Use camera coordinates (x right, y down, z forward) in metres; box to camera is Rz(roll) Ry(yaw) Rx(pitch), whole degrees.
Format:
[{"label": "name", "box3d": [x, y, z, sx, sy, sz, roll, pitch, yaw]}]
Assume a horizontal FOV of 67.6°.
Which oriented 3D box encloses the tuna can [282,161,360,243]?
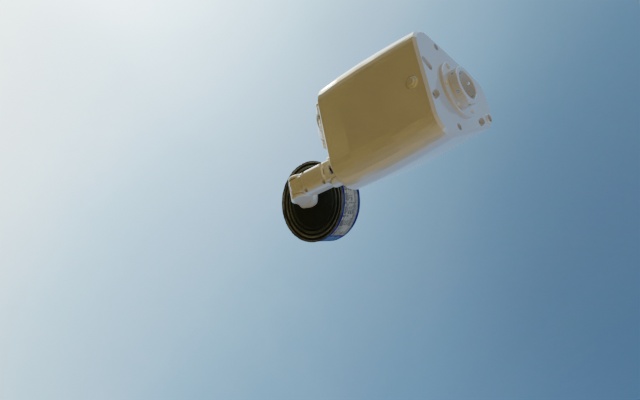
[{"label": "tuna can", "box3d": [0.000, 0.002, 0.512, 0.086, 0.086, 0.034, 0, -2, 41]}]
